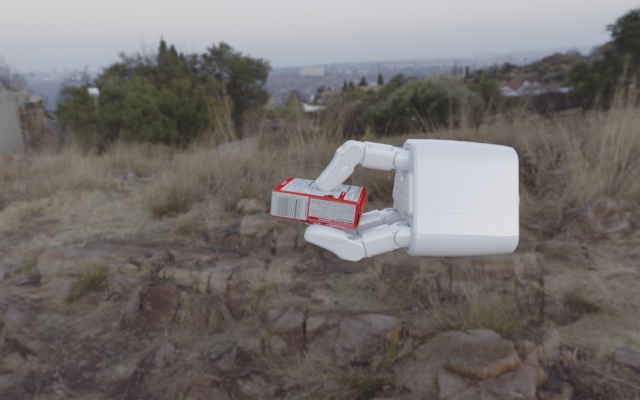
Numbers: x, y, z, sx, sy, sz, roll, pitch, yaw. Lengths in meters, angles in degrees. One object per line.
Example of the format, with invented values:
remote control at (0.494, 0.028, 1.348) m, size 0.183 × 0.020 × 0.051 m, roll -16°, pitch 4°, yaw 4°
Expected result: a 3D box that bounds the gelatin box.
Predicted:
gelatin box at (0.000, 0.001, 0.491) m, size 0.089 × 0.030 × 0.073 m, roll 9°, pitch 14°, yaw 8°
